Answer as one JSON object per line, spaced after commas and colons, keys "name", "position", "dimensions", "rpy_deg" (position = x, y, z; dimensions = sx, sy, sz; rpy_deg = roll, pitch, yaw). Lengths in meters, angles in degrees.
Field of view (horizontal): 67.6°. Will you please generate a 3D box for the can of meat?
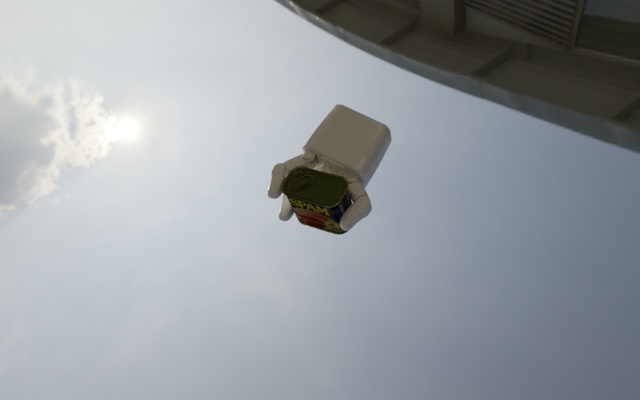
{"name": "can of meat", "position": [0.000, 0.003, 0.734], "dimensions": [0.102, 0.057, 0.084], "rpy_deg": [16, -30, 26]}
